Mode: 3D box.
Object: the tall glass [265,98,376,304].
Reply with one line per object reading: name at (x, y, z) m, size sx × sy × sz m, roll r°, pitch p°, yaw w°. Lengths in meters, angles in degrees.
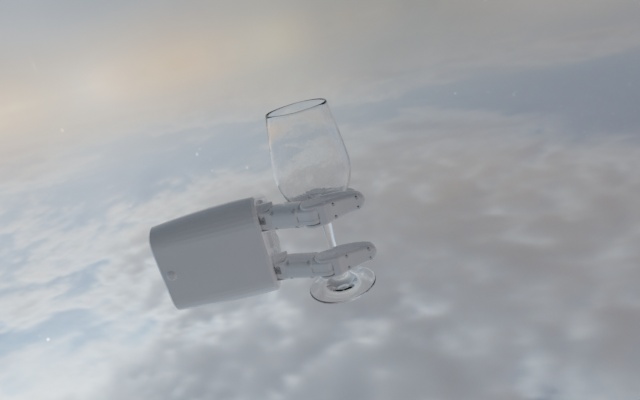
tall glass at (0.000, 0.002, 0.491) m, size 0.079 × 0.201 × 0.079 m, roll -13°, pitch 20°, yaw 5°
